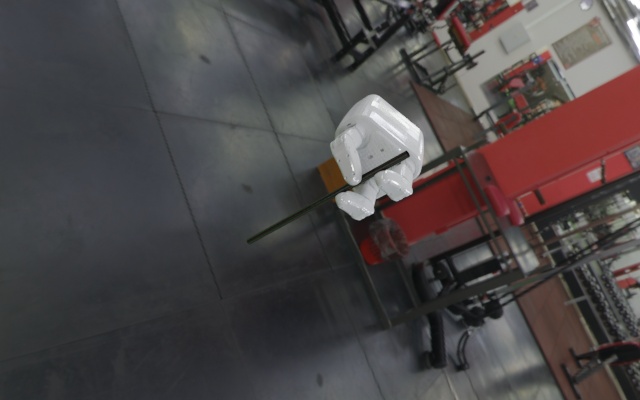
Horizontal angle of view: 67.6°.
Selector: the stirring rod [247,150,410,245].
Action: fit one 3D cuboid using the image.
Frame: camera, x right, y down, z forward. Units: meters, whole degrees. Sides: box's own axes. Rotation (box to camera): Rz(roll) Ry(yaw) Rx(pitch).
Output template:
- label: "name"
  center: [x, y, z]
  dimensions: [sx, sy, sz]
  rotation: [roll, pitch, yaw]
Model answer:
- label: "stirring rod"
  center: [0.000, 0.002, 0.564]
  dimensions: [0.239, 0.011, 0.011]
  rotation: [-29, -15, 28]
